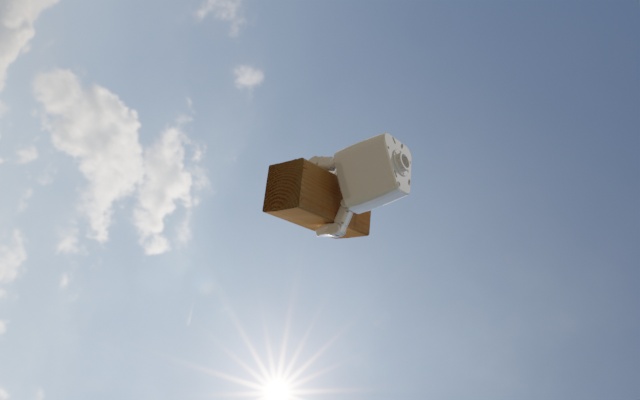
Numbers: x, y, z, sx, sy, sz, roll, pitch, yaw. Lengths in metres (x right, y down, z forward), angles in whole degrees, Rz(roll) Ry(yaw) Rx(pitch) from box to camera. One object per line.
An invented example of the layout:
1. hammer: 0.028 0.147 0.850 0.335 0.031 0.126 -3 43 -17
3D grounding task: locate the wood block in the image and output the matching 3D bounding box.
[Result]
1. wood block: 0.001 0.003 0.892 0.090 0.090 0.206 -9 -22 39
